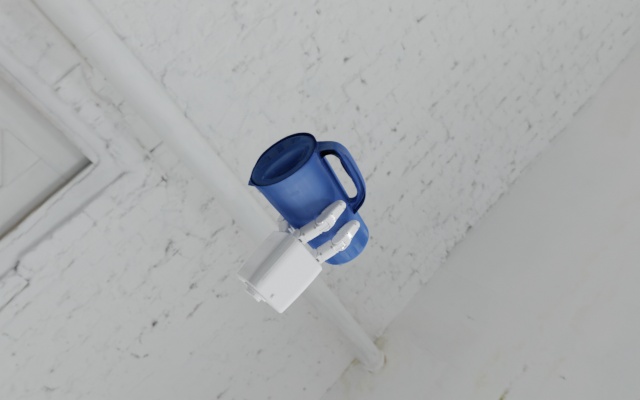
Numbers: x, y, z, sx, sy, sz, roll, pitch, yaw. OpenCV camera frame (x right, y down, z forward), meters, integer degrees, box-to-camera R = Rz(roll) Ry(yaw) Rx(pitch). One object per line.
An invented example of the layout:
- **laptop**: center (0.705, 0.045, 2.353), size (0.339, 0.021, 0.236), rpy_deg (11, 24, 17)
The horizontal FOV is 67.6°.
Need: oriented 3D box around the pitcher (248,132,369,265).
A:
- **pitcher**: center (0.000, 0.003, 0.862), size (0.149, 0.145, 0.243), rpy_deg (22, -26, 52)
